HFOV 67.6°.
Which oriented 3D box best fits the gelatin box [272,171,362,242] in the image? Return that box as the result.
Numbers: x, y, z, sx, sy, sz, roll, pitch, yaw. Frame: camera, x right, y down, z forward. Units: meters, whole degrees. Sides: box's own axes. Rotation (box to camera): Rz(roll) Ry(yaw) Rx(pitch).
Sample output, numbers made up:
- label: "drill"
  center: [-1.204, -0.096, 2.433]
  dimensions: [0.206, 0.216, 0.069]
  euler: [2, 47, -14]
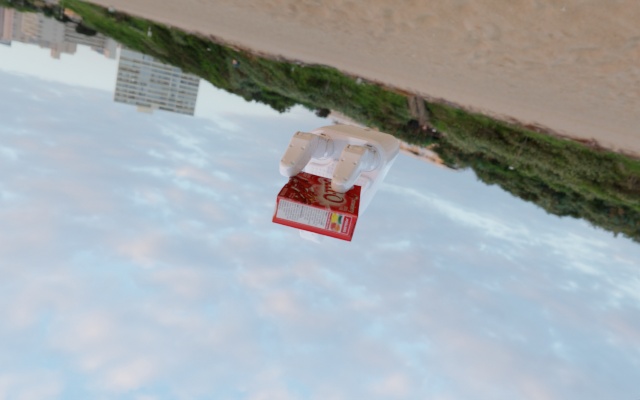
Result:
- label: "gelatin box"
  center: [0.000, 0.002, 0.453]
  dimensions: [0.073, 0.030, 0.089]
  euler: [14, 20, 3]
